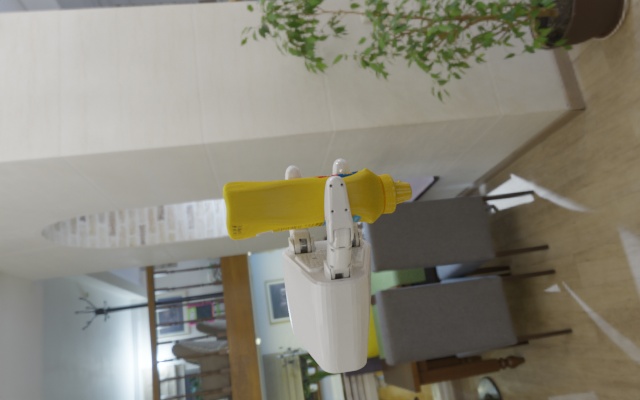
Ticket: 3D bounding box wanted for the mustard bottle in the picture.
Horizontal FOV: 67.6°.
[{"bbox_3d":[0.000,0.001,0.491,0.191,0.058,0.096,-6,-6,-8],"label":"mustard bottle"}]
